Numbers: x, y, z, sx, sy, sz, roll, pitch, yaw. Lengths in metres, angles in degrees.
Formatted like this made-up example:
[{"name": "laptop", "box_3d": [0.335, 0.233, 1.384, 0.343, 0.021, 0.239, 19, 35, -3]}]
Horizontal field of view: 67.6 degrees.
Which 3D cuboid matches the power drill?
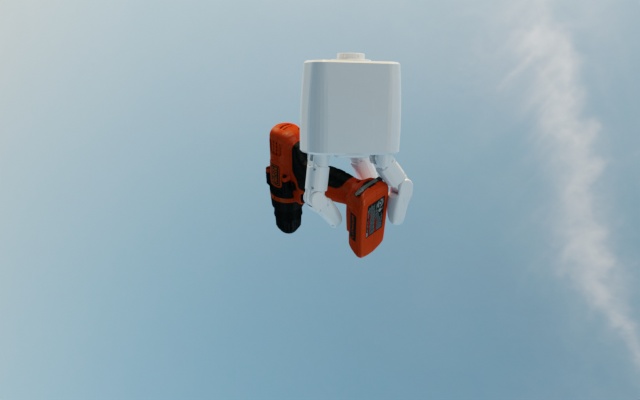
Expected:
[{"name": "power drill", "box_3d": [0.000, 0.002, 0.659, 0.187, 0.185, 0.057, 28, 46, 32]}]
